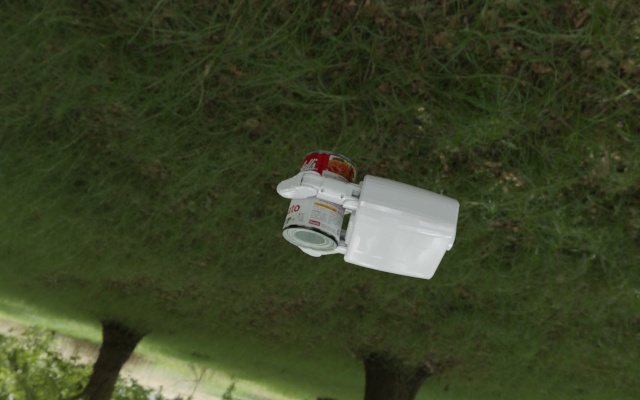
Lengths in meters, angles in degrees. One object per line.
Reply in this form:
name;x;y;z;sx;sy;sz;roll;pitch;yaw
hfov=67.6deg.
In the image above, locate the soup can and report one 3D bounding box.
soup can;0.000;0.002;0.566;0.068;0.102;0.068;13;-25;6
